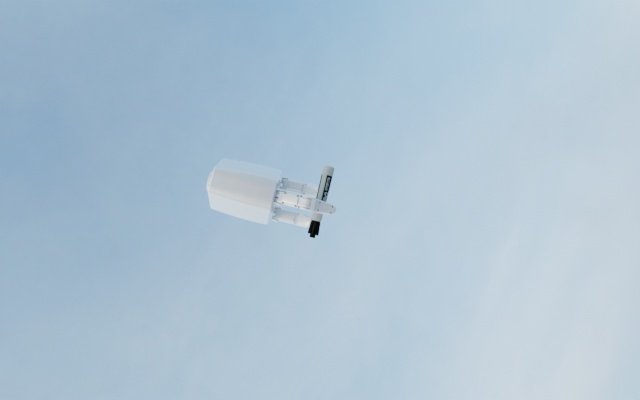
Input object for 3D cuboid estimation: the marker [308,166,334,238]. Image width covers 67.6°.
[{"bbox_3d":[0.000,0.003,0.790,0.020,0.121,0.020,14,-4,1],"label":"marker"}]
